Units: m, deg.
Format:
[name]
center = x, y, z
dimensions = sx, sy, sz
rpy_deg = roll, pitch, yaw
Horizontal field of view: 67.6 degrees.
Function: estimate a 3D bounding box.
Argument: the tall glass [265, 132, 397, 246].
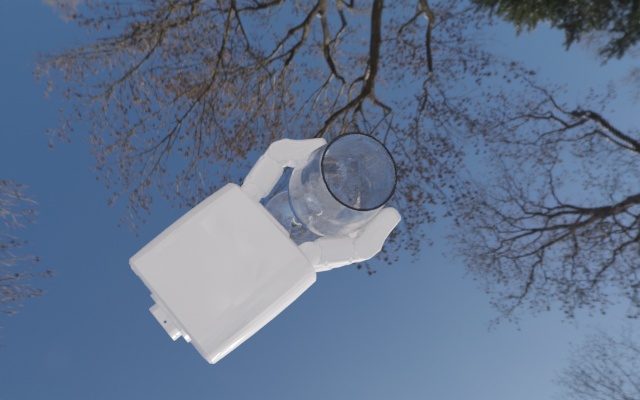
[tall glass]
center = 0.000, 0.001, 0.446
dimensions = 0.079, 0.079, 0.201
rpy_deg = 0, -14, -18
